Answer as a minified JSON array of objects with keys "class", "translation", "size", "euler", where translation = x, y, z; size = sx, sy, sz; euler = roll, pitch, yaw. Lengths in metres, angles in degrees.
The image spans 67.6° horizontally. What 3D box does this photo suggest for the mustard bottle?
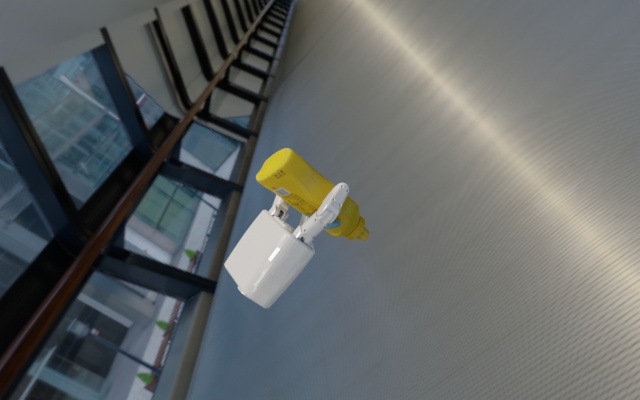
[{"class":"mustard bottle","translation":[0.000,0.002,0.715],"size":[0.192,0.058,0.096],"euler":[38,-25,-20]}]
